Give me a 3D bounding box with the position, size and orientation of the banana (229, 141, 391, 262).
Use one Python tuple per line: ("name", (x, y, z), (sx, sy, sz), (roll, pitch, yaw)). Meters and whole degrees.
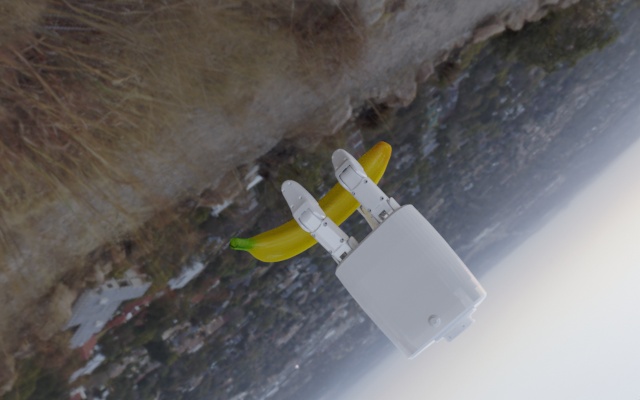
("banana", (0.001, 0.012, 0.518), (0.198, 0.037, 0.070), (-35, -27, -7))
